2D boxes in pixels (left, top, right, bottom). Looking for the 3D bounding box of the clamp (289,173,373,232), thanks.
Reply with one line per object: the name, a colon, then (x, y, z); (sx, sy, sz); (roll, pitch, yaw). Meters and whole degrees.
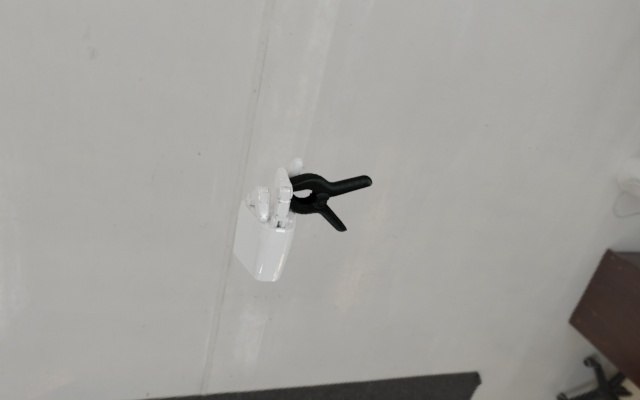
clamp: (0.000, 0.003, 0.841); (0.171, 0.120, 0.039); (5, 26, -22)
